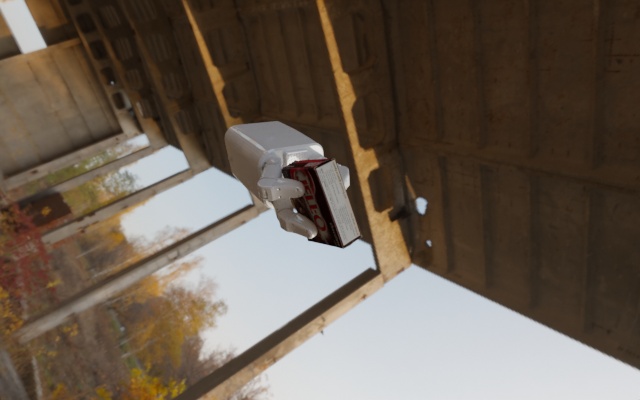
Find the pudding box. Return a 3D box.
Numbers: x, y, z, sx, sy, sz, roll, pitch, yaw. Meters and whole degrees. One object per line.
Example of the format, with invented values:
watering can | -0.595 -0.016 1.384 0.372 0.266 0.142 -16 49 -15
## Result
pudding box | 0.000 0.002 0.625 0.039 0.113 0.090 -30 17 -26
